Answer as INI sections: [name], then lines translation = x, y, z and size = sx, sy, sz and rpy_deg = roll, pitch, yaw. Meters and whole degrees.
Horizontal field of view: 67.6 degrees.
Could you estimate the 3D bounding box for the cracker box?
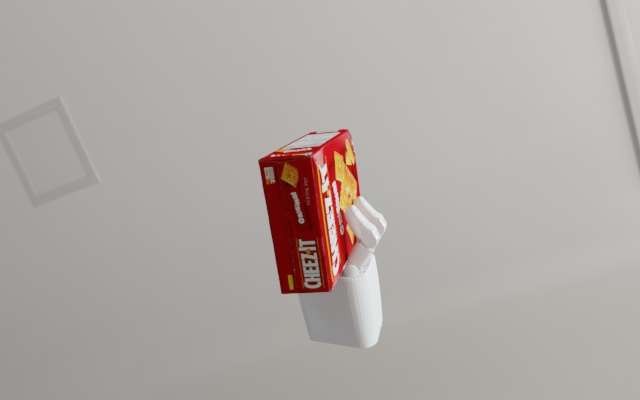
[cracker box]
translation = 0.000, 0.002, 0.627
size = 0.072, 0.164, 0.213
rpy_deg = -5, 15, 16
